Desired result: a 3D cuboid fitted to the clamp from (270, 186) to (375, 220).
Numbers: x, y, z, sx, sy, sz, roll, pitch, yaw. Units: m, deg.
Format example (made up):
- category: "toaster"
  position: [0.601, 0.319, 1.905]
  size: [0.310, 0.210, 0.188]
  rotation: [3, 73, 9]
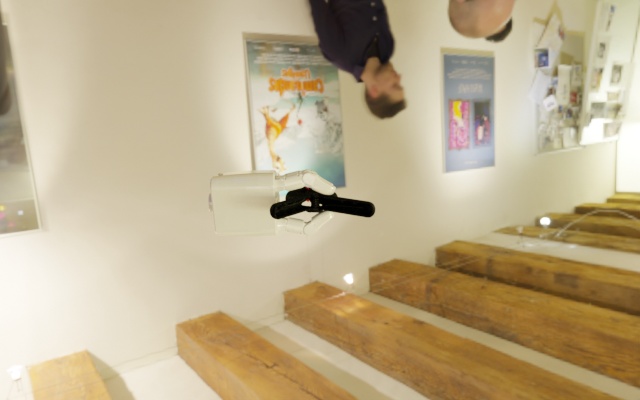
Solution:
- category: "clamp"
  position: [0.000, 0.003, 0.821]
  size: [0.164, 0.036, 0.210]
  rotation: [1, 9, -3]
